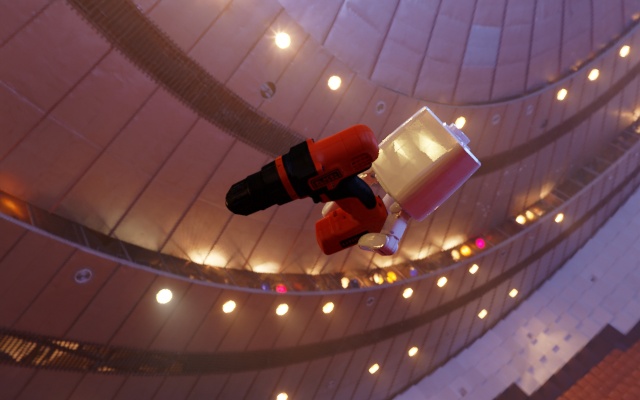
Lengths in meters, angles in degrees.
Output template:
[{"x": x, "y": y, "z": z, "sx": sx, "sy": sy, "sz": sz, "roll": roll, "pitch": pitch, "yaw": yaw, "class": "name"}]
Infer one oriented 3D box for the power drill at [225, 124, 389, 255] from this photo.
[{"x": 0.000, "y": 0.002, "z": 0.589, "sx": 0.184, "sy": 0.057, "sz": 0.188, "roll": -23, "pitch": -33, "yaw": 9, "class": "power drill"}]
